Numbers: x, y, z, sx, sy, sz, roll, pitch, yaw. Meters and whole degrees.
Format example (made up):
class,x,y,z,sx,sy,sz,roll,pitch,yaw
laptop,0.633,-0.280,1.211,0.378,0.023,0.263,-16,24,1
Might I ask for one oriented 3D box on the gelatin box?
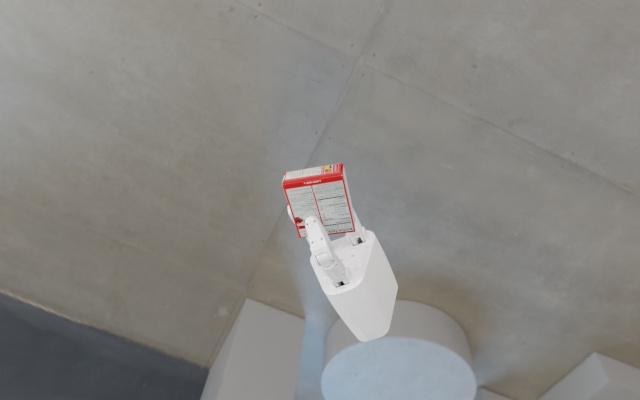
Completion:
class,x,y,z,sx,sy,sz,roll,pitch,yaw
gelatin box,0.000,0.002,0.584,0.073,0.089,0.030,-8,36,10
